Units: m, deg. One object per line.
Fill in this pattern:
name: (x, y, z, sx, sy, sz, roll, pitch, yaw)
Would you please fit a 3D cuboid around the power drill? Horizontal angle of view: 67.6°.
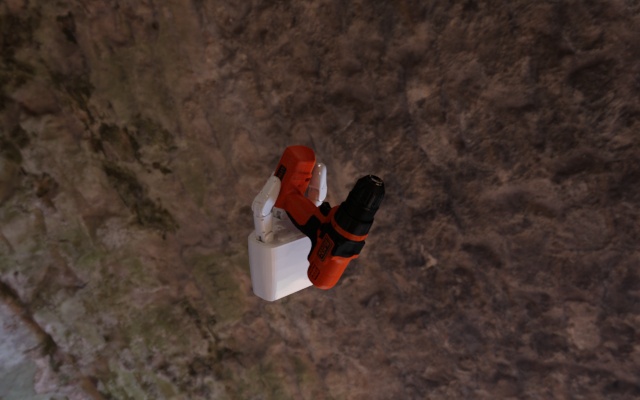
power drill: (0.000, 0.002, 0.677, 0.057, 0.184, 0.187, 4, 36, -38)
